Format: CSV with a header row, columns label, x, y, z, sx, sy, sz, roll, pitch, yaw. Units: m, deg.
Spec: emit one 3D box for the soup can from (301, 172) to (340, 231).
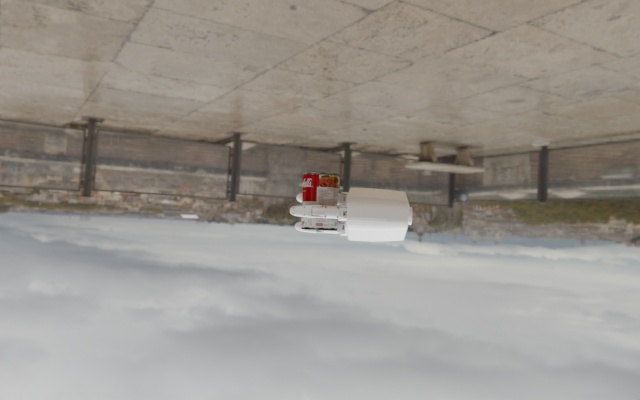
label,x,y,z,sx,sy,sz,roll,pitch,yaw
soup can,0.000,0.003,0.866,0.068,0.102,0.068,2,-3,0
